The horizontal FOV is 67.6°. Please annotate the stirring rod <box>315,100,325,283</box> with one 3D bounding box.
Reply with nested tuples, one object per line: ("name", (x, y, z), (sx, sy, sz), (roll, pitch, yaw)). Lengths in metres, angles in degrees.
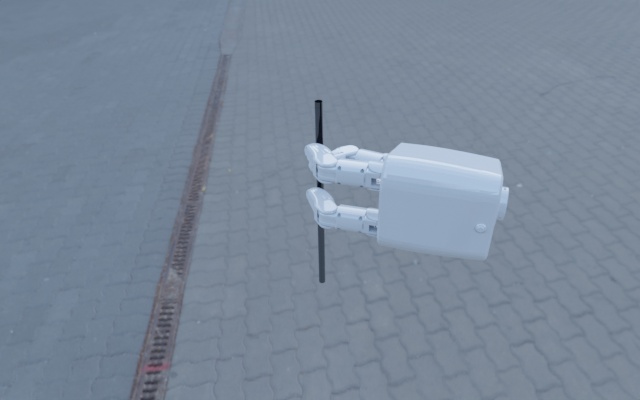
("stirring rod", (0.000, 0.002, 0.542), (0.011, 0.240, 0.011), (-1, 33, 1))
